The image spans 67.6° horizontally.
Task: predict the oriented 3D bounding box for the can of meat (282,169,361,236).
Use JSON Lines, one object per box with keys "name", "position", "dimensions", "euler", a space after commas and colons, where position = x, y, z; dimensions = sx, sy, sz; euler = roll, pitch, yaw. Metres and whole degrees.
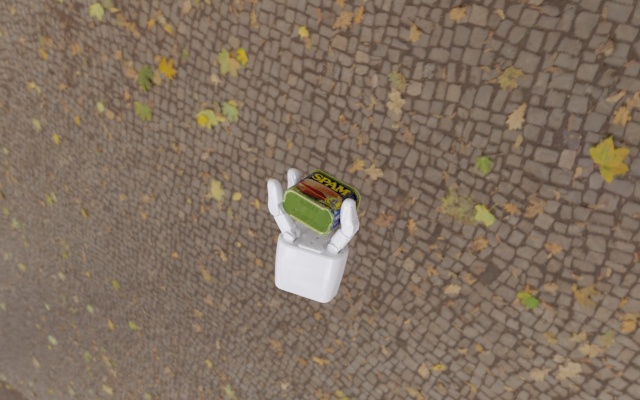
{"name": "can of meat", "position": [0.000, 0.003, 0.776], "dimensions": [0.102, 0.057, 0.084], "euler": [30, 38, 21]}
